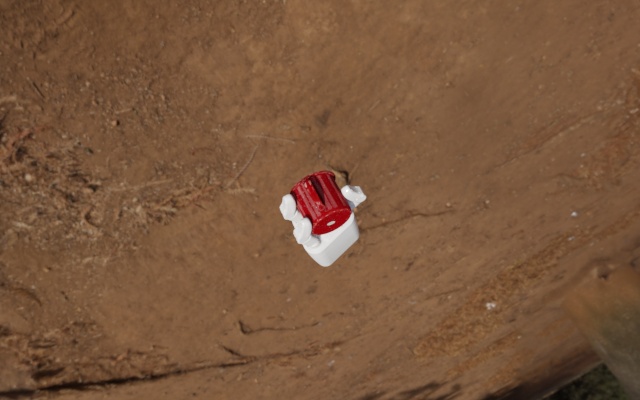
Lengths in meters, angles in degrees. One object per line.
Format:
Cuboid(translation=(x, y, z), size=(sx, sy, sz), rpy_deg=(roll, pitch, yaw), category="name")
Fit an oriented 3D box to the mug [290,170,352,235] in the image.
Cuboid(translation=(0.000, 0.002, 0.833), size=(0.093, 0.081, 0.117), rpy_deg=(-29, -26, 1), category="mug")
